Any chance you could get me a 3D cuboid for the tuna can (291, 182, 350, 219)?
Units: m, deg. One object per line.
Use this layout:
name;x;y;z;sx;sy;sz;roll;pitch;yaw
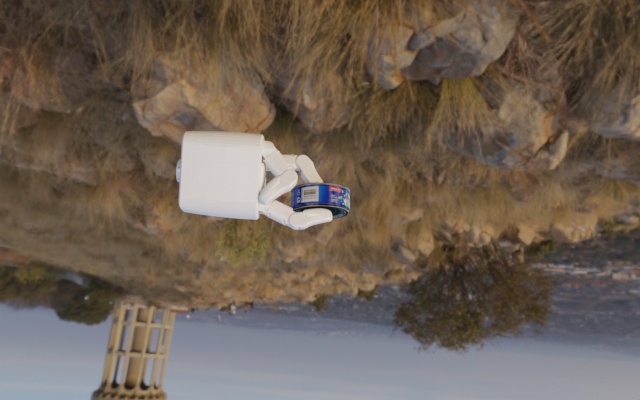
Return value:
tuna can;0.000;0.003;0.690;0.086;0.033;0.086;0;-16;0
